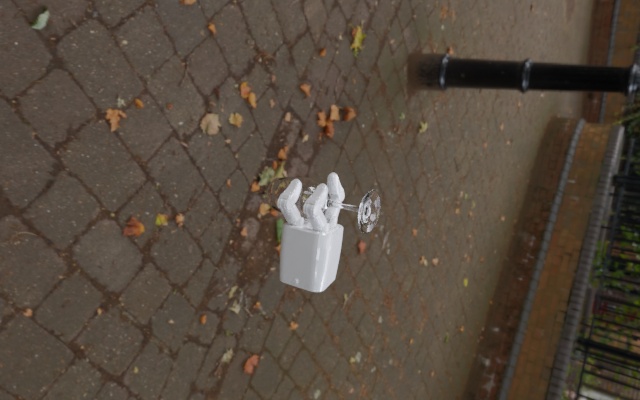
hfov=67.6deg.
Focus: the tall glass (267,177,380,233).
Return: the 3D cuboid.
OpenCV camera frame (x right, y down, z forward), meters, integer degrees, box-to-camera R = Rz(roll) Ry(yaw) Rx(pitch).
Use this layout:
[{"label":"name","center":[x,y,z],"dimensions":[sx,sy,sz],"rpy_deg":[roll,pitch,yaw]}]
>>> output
[{"label":"tall glass","center":[0.001,0.003,0.849],"dimensions":[0.201,0.079,0.079],"rpy_deg":[11,6,32]}]
